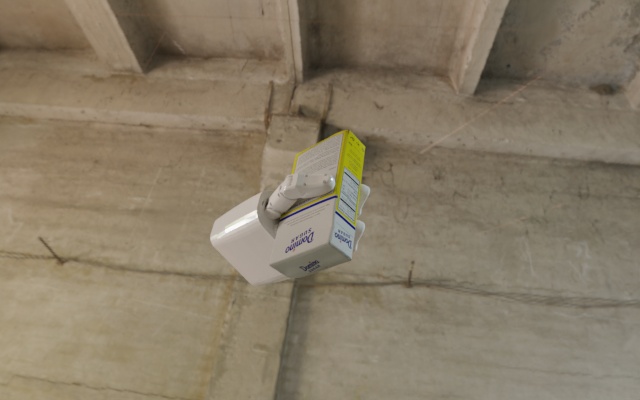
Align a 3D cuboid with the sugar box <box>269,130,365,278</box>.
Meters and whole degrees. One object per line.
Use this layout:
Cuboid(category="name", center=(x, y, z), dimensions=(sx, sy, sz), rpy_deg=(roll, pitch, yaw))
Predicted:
Cuboid(category="sugar box", center=(0.000, 0.002, 0.573), dimensions=(0.093, 0.176, 0.048), rpy_deg=(-23, -47, 36))
